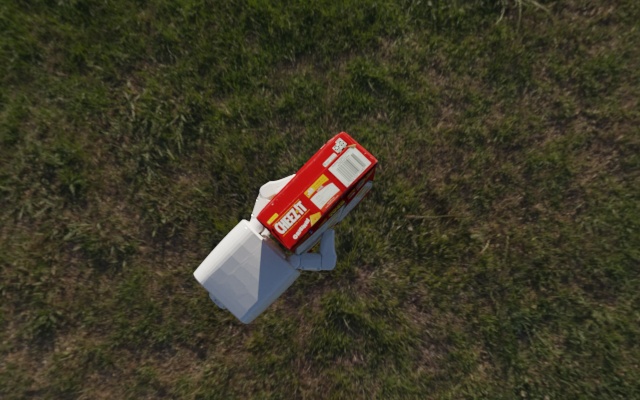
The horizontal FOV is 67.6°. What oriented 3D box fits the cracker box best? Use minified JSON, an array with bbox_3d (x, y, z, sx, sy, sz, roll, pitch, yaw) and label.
[{"bbox_3d":[0.000,0.002,0.710,0.072,0.164,0.214,44,-4,9],"label":"cracker box"}]
